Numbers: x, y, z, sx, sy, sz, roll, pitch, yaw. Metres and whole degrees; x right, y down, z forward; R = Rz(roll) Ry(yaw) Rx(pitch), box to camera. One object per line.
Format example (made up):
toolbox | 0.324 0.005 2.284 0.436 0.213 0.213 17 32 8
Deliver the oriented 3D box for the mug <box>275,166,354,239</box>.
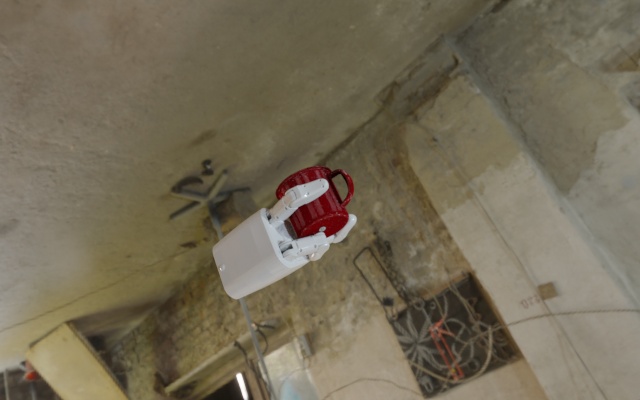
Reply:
mug | 0.001 0.002 0.700 0.117 0.081 0.093 -34 -26 20
